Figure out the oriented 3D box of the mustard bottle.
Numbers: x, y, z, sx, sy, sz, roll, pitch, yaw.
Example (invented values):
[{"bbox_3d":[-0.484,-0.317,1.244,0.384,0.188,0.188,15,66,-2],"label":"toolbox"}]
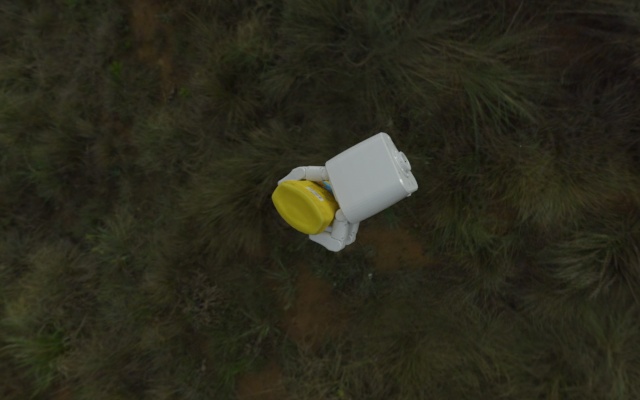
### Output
[{"bbox_3d":[0.000,0.003,0.803,0.096,0.058,0.191,40,19,14],"label":"mustard bottle"}]
